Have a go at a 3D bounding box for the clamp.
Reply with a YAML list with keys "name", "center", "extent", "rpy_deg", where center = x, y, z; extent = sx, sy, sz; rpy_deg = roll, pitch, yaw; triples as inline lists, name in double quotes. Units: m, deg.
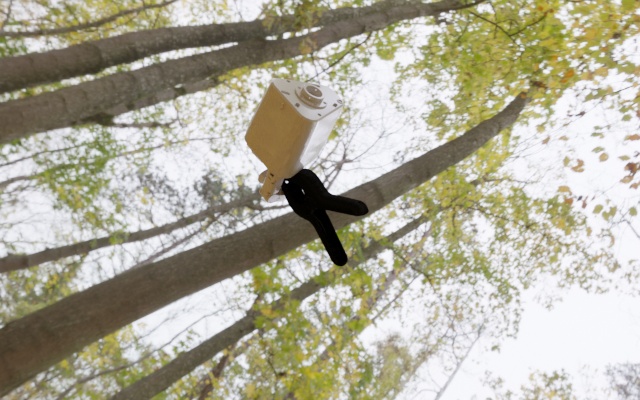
- name: "clamp"
  center: [0.000, 0.002, 0.695]
  extent: [0.039, 0.171, 0.120]
  rpy_deg: [-23, -27, -45]
